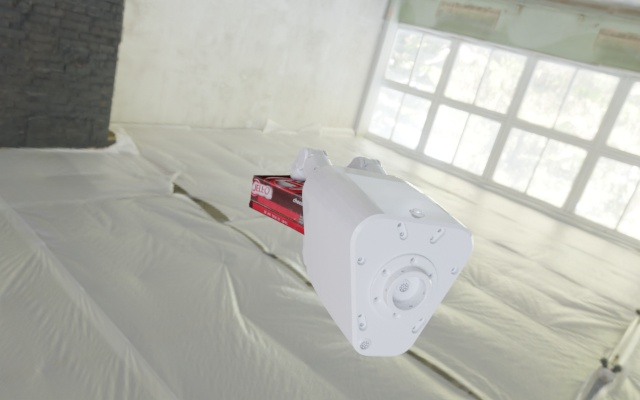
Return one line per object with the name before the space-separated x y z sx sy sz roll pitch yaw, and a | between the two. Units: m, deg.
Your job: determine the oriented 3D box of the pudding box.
pudding box | 0.000 0.002 0.474 0.090 0.039 0.113 24 17 40
